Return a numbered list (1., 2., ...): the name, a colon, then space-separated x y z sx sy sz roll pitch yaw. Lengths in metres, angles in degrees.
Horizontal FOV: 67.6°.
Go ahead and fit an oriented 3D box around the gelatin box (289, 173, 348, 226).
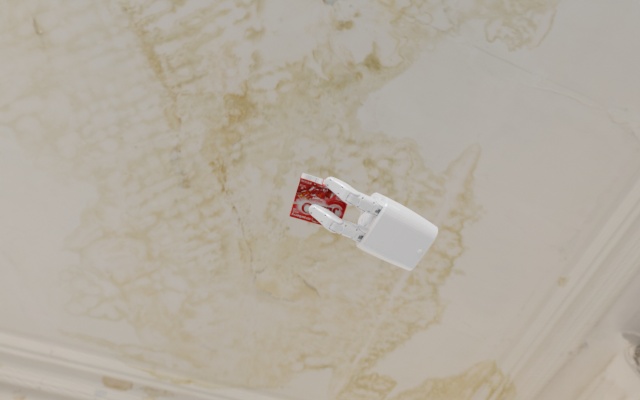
1. gelatin box: 0.000 0.002 0.803 0.089 0.073 0.030 17 22 -2
